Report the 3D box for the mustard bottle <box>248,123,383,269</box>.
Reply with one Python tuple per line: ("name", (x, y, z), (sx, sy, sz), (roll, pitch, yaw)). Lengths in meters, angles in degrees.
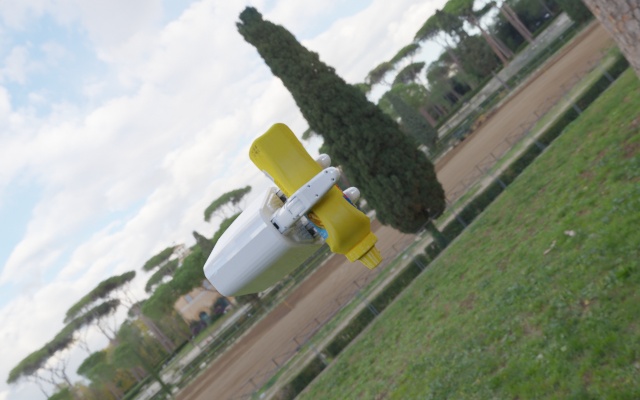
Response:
("mustard bottle", (0.000, 0.001, 0.545), (0.058, 0.191, 0.096), (-41, -3, -8))
